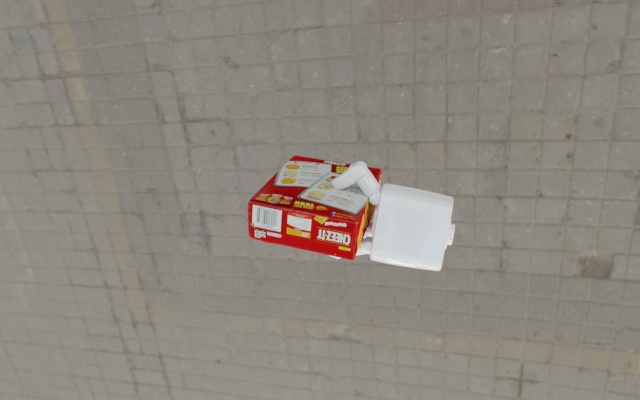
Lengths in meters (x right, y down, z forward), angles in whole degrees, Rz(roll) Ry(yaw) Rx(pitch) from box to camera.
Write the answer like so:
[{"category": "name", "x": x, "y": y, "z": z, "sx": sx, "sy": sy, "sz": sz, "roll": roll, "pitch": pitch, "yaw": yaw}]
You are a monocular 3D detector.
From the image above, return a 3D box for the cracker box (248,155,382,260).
[{"category": "cracker box", "x": 0.000, "y": 0.002, "z": 0.766, "sx": 0.164, "sy": 0.072, "sz": 0.213, "roll": 10, "pitch": 26, "yaw": 12}]
